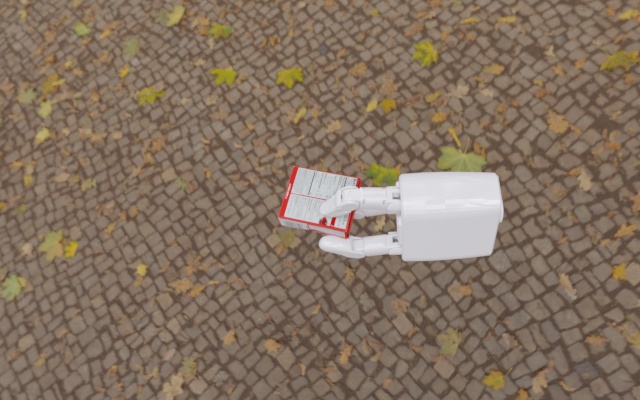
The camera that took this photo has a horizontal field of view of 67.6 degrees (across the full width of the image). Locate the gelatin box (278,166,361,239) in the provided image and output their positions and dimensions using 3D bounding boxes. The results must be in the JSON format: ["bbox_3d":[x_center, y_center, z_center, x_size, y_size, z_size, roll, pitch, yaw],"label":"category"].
[{"bbox_3d":[0.000,0.002,0.590,0.089,0.073,0.030,11,-22,9],"label":"gelatin box"}]
